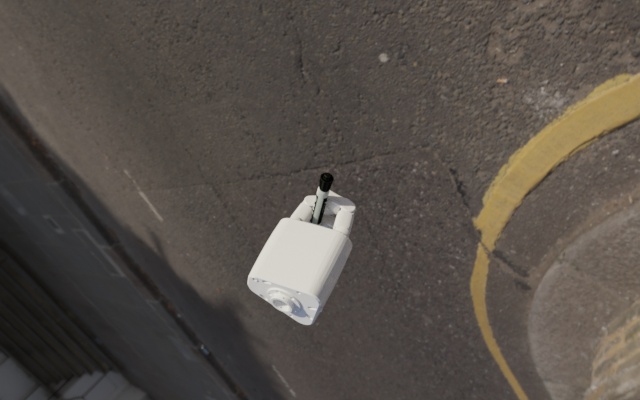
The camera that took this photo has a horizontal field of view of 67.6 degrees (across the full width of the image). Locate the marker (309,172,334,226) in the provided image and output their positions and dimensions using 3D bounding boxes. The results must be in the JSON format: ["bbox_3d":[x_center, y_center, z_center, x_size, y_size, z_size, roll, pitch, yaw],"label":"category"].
[{"bbox_3d":[0.000,0.002,0.694,0.020,0.020,0.121,0,-37,-12],"label":"marker"}]
